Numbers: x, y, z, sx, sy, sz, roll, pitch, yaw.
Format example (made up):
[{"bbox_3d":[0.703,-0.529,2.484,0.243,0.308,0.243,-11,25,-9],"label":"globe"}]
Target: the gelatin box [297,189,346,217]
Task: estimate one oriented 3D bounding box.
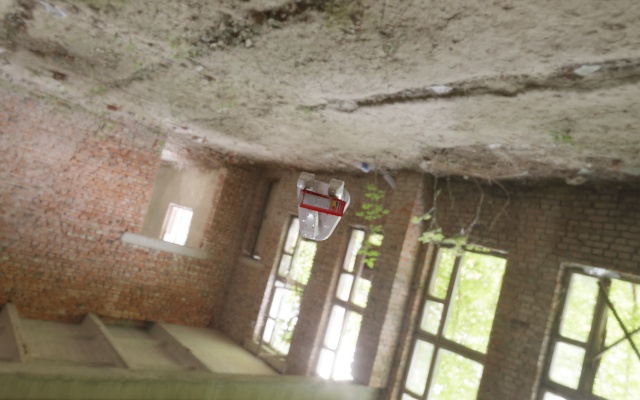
[{"bbox_3d":[0.000,0.003,0.814,0.073,0.030,0.089,14,3,-6],"label":"gelatin box"}]
